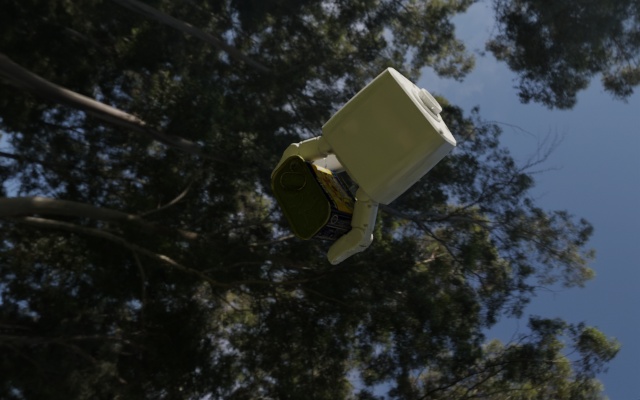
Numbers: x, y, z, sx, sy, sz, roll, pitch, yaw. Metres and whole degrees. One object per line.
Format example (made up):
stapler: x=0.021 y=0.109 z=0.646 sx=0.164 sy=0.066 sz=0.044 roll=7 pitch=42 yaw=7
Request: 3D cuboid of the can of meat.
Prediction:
can of meat: x=0.000 y=0.002 z=0.575 sx=0.057 sy=0.102 sz=0.084 roll=-45 pitch=-34 yaw=23
